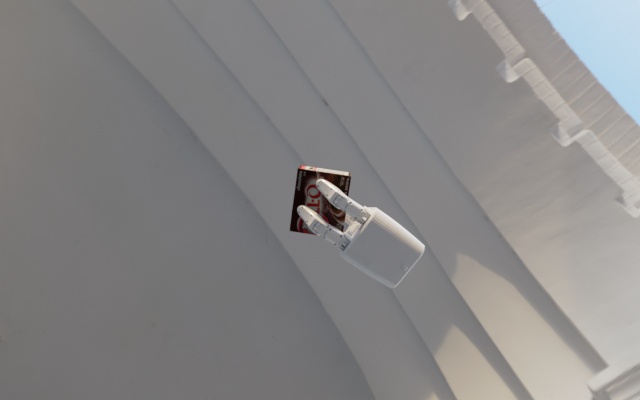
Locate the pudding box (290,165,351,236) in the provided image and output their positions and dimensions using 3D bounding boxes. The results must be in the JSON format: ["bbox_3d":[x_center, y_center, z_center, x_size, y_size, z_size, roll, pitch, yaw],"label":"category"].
[{"bbox_3d":[0.000,0.003,0.801,0.090,0.113,0.039,8,13,2],"label":"pudding box"}]
